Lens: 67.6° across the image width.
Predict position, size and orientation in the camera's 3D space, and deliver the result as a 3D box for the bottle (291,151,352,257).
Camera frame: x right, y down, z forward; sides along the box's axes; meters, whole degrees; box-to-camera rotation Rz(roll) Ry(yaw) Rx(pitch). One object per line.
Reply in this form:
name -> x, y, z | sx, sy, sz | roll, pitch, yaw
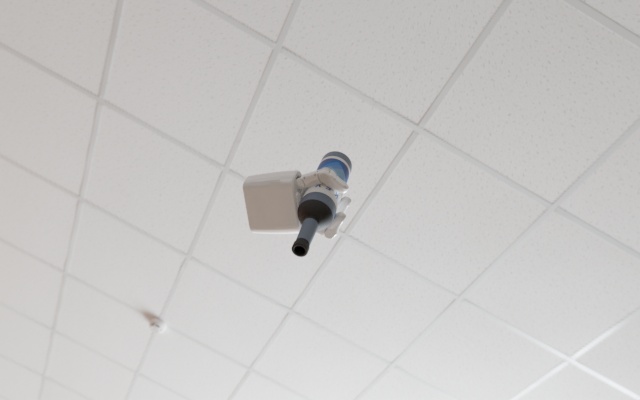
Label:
bottle -> 0.000, 0.003, 0.881 | 0.069, 0.069, 0.295 | 0, 32, 16
